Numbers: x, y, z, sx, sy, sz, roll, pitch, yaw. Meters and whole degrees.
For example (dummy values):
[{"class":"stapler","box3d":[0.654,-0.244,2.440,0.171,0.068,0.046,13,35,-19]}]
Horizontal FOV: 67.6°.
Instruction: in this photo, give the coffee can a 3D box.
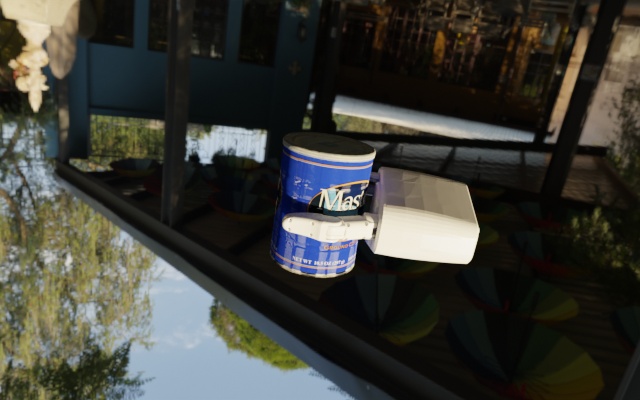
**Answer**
[{"class":"coffee can","box3d":[0.000,0.002,0.548,0.103,0.140,0.102,8,19,-3]}]
